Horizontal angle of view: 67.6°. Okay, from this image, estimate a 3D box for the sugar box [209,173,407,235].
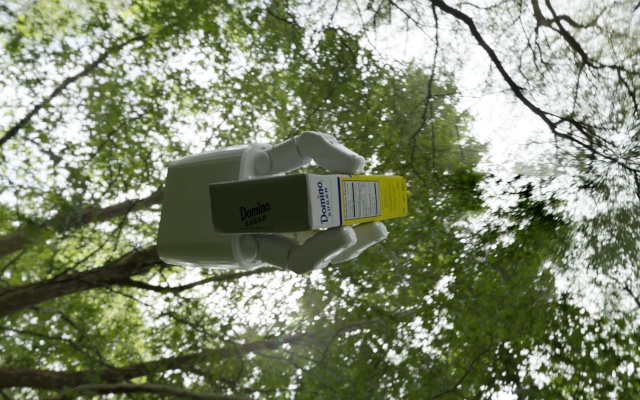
[{"bbox_3d":[0.000,0.002,0.412,0.093,0.048,0.176,-4,2,32],"label":"sugar box"}]
